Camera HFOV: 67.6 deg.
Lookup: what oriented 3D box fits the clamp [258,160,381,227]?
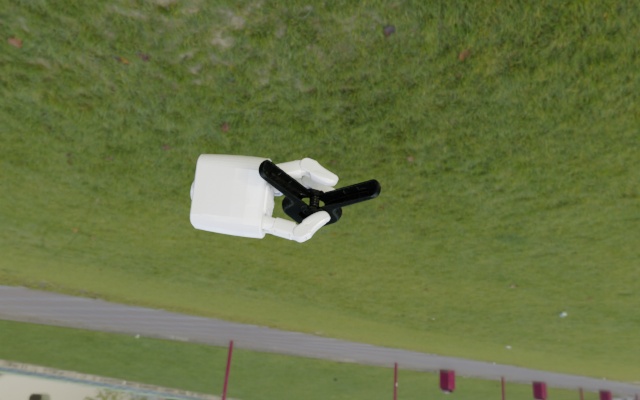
[{"bbox_3d":[0.000,0.003,0.714,0.164,0.036,0.210,9,-21,4],"label":"clamp"}]
